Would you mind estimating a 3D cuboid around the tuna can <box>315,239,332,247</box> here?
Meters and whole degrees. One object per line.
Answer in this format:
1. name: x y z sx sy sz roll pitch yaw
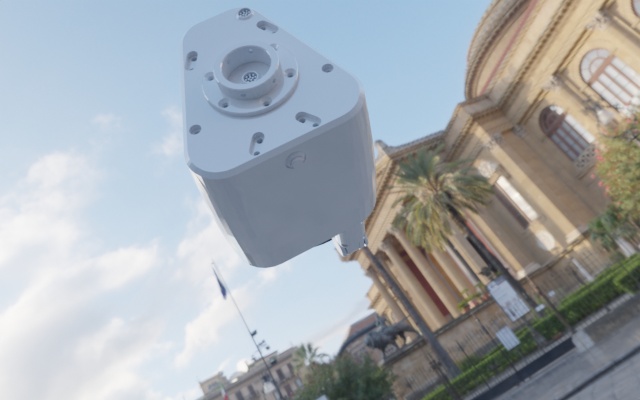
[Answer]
1. tuna can: 0.000 0.001 0.415 0.086 0.033 0.086 -24 -32 -17
